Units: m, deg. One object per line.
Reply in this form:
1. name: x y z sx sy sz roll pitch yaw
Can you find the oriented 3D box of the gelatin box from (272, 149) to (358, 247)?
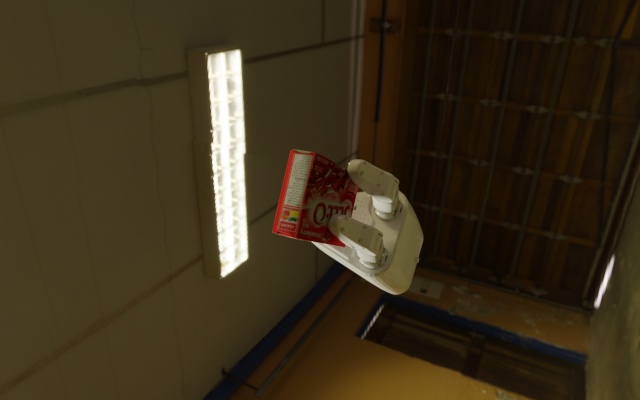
1. gelatin box: 0.000 0.001 0.429 0.030 0.073 0.089 11 -5 32
